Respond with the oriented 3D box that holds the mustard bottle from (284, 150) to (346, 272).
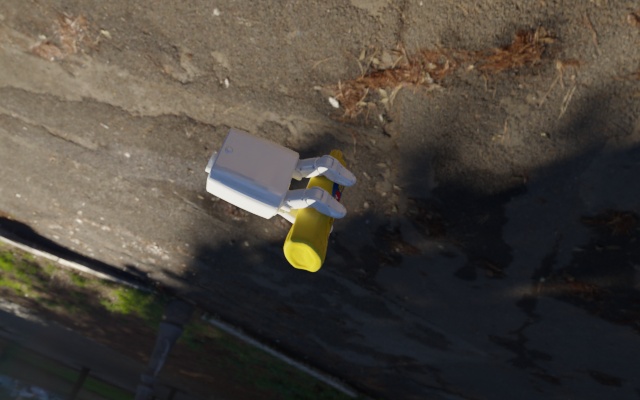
[{"bbox_3d":[0.000,0.003,0.713,0.058,0.191,0.096,11,-31,11],"label":"mustard bottle"}]
